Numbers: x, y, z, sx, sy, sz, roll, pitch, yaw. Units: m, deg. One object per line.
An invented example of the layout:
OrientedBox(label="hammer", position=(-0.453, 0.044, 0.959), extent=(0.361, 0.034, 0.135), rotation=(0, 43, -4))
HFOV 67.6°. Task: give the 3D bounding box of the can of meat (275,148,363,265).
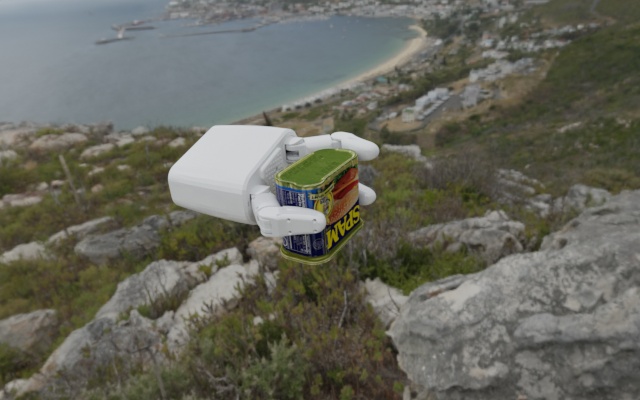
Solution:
OrientedBox(label="can of meat", position=(0.000, 0.001, 0.483), extent=(0.057, 0.084, 0.102), rotation=(11, 30, 30))
